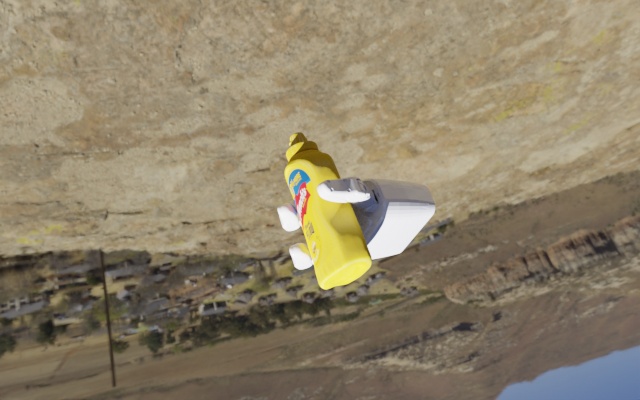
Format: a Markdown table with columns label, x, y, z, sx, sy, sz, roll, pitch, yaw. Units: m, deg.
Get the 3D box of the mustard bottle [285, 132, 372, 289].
| label | x | y | z | sx | sy | sz | roll | pitch | yaw |
| --- | --- | --- | --- | --- | --- | --- | --- | --- | --- |
| mustard bottle | 0.000 | 0.002 | 0.570 | 0.058 | 0.191 | 0.096 | -12 | -22 | -18 |
